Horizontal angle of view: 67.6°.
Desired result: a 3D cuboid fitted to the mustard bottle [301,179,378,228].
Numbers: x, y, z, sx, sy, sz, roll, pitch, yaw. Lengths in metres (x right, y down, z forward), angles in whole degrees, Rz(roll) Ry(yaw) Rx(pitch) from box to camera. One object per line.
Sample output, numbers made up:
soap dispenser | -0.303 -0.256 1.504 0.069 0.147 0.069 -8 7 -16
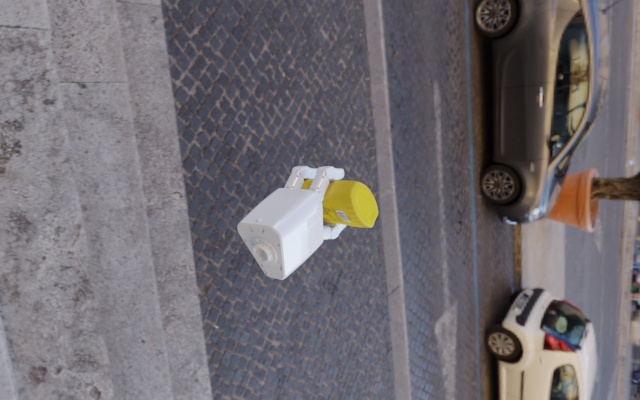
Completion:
mustard bottle | 0.001 0.003 0.844 0.191 0.058 0.096 4 -32 37
